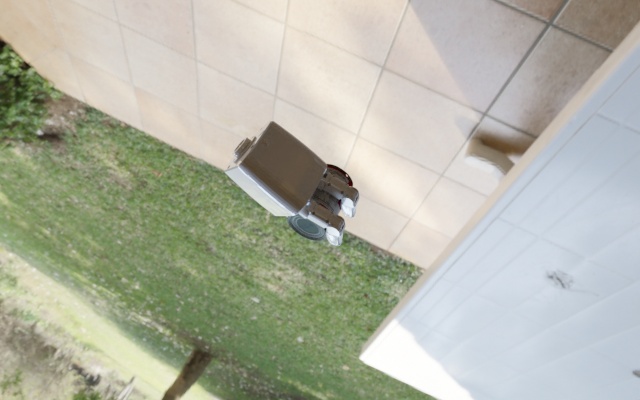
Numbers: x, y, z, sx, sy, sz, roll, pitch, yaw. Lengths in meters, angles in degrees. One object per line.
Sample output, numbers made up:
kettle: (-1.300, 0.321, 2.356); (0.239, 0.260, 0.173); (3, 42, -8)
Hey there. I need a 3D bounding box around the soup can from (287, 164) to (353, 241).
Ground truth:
soup can: (0.000, 0.003, 0.732); (0.068, 0.102, 0.069); (20, -32, 13)
